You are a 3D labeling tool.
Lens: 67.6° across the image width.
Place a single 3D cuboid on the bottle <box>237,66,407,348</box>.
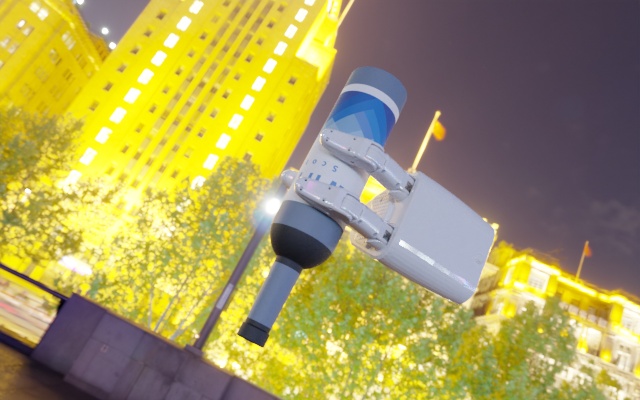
[{"bbox_3d":[0.000,0.001,0.473,0.069,0.295,0.069,24,-19,9],"label":"bottle"}]
